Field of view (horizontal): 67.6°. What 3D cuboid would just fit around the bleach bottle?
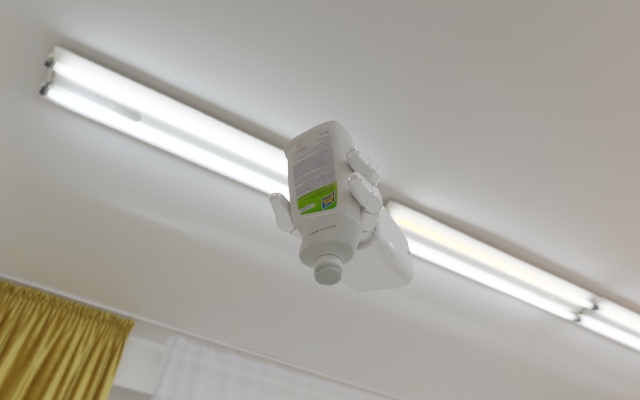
[{"bbox_3d":[0.000,0.002,0.604,0.102,0.250,0.068,-26,-53,21],"label":"bleach bottle"}]
